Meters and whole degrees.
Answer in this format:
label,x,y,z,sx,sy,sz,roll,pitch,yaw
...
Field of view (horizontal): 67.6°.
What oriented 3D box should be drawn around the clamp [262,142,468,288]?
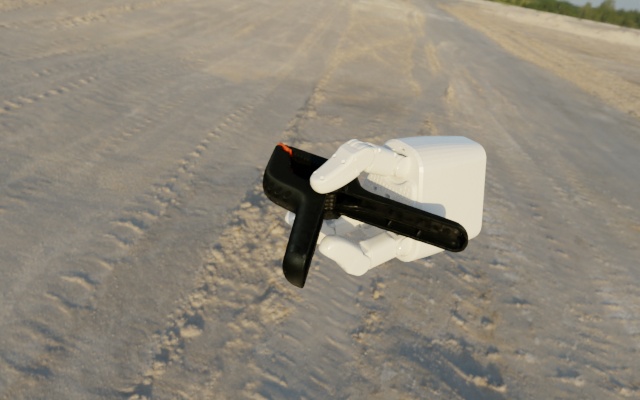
label,x,y,z,sx,sy,sz,roll,pitch,yaw
clamp,0.000,0.000,0.420,0.164,0.036,0.210,-11,33,-35
